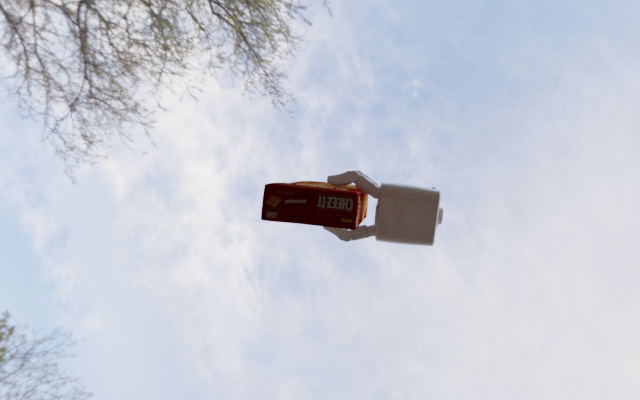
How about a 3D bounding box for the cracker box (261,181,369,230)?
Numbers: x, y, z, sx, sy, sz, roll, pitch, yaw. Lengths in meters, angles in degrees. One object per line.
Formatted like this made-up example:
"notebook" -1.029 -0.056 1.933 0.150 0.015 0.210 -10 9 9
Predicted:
"cracker box" 0.000 0.003 0.894 0.164 0.072 0.213 5 4 10
